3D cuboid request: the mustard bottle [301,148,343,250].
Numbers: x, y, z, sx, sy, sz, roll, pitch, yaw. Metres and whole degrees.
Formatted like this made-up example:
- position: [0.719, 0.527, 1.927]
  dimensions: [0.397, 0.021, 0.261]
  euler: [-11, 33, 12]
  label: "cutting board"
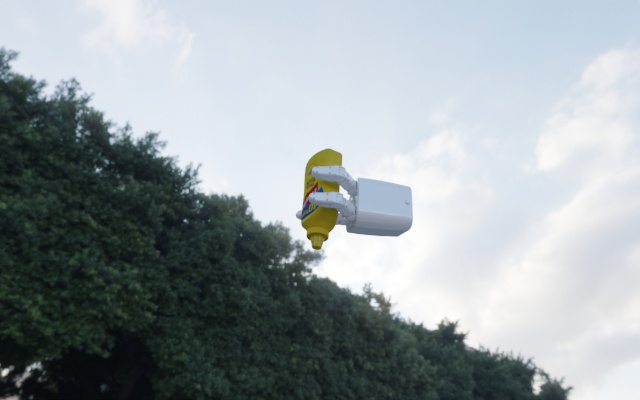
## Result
- position: [0.000, 0.003, 0.888]
  dimensions: [0.058, 0.191, 0.096]
  euler: [21, -35, -26]
  label: "mustard bottle"
